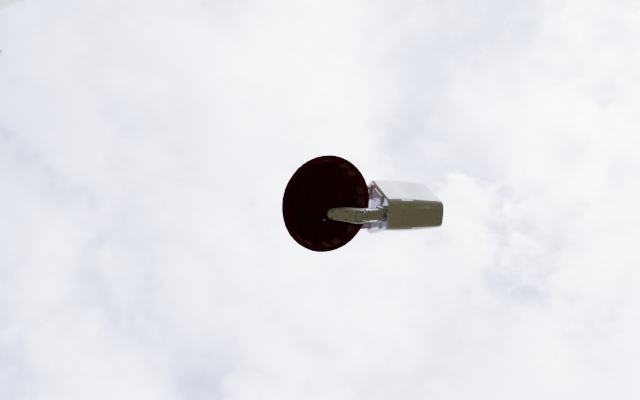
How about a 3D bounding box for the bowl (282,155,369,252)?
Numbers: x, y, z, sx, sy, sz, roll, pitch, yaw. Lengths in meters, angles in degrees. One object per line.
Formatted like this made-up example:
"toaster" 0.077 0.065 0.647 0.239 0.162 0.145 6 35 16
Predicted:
"bowl" -0.001 0.002 0.803 0.162 0.162 0.055 0 9 -27
